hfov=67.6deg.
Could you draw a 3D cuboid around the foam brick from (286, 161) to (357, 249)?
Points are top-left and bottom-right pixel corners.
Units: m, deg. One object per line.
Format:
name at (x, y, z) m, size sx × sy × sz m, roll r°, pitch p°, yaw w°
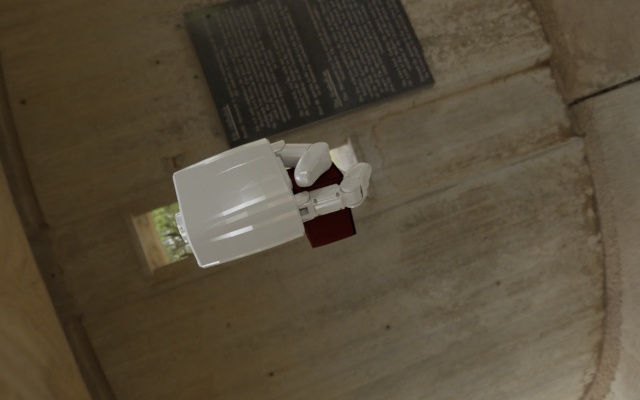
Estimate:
foam brick at (0.000, 0.002, 0.512) m, size 0.051 × 0.078 × 0.053 m, roll -20°, pitch 33°, yaw -8°
